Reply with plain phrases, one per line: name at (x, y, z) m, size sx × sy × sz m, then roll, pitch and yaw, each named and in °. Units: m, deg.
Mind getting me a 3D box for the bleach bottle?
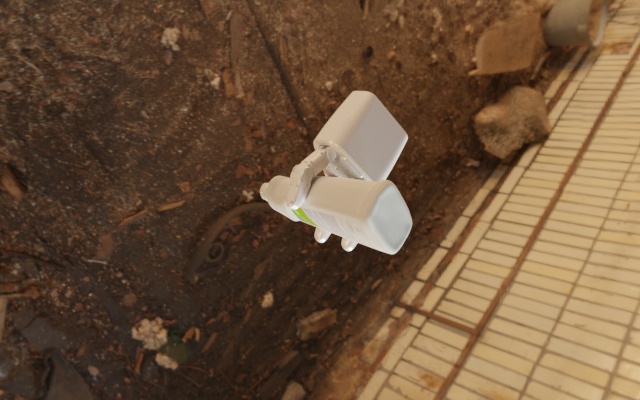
bleach bottle at (0.000, 0.002, 0.672) m, size 0.251 × 0.068 × 0.103 m, roll 14°, pitch -29°, yaw 42°
